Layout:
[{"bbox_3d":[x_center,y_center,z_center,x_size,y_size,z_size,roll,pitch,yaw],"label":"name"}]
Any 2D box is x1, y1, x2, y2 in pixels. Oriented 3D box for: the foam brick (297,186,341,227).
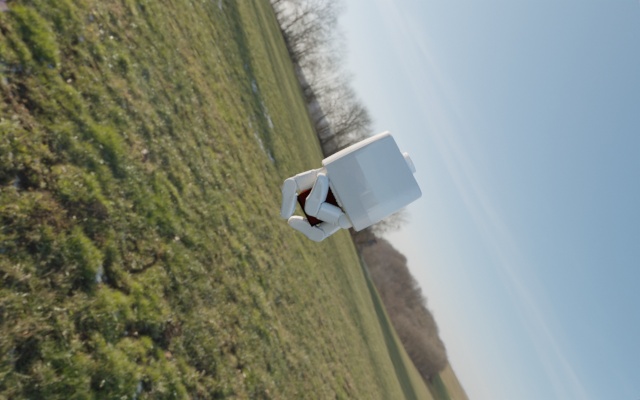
[{"bbox_3d":[0.000,0.002,0.724,0.051,0.053,0.078,-27,4,5],"label":"foam brick"}]
